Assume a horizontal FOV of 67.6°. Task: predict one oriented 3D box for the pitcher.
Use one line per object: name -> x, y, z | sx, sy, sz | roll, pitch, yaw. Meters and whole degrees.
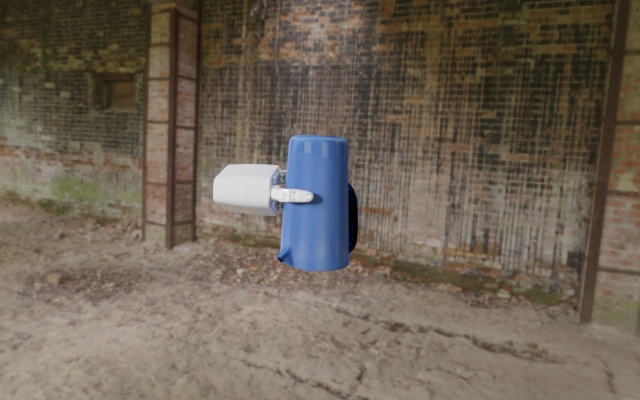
pitcher -> 0.000, 0.003, 0.895 | 0.145, 0.243, 0.149 | 3, 6, 5
